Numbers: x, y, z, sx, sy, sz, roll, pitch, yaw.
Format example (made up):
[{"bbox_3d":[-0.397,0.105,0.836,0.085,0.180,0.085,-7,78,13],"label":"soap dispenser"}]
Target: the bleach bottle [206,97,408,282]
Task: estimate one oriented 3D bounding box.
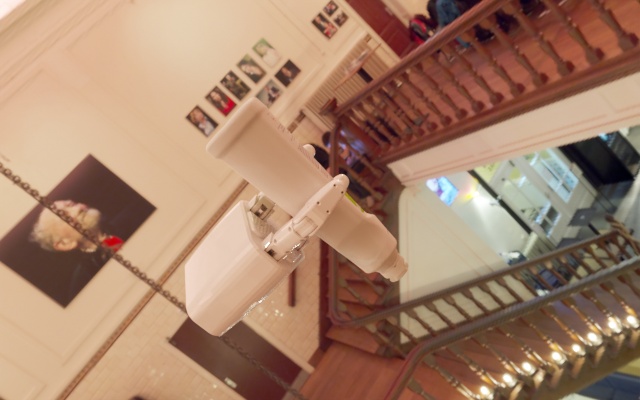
[{"bbox_3d":[0.000,0.002,0.506,0.251,0.068,0.102,42,10,-13],"label":"bleach bottle"}]
